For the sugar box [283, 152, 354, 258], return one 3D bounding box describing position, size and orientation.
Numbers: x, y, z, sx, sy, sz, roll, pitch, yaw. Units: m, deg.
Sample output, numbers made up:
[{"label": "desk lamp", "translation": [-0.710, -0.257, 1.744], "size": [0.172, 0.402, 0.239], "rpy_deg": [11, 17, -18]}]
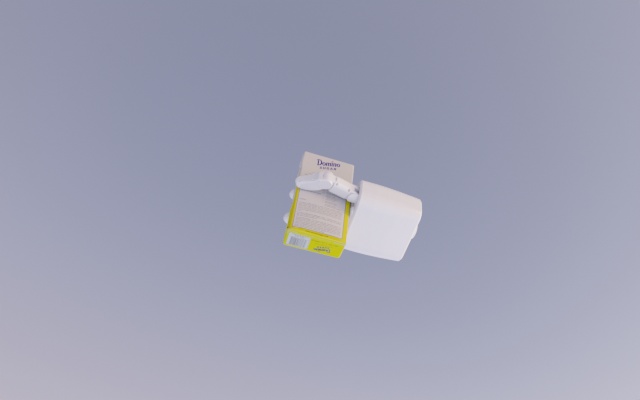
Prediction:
[{"label": "sugar box", "translation": [0.000, 0.003, 0.778], "size": [0.093, 0.176, 0.048], "rpy_deg": [16, -45, -6]}]
